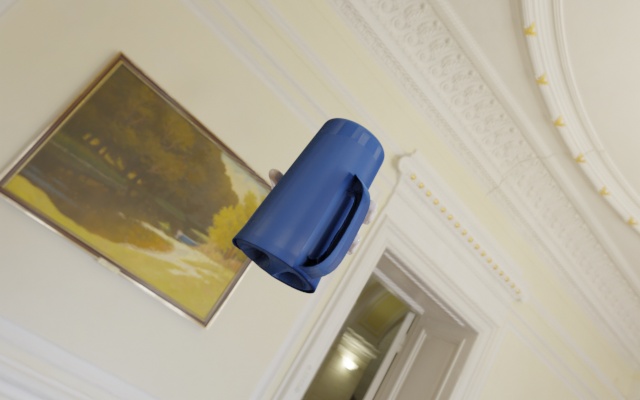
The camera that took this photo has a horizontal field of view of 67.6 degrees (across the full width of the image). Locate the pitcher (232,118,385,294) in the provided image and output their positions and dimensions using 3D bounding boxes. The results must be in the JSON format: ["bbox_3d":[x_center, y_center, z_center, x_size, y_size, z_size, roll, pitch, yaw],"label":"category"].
[{"bbox_3d":[0.000,0.002,0.682,0.149,0.242,0.145,29,-20,11],"label":"pitcher"}]
